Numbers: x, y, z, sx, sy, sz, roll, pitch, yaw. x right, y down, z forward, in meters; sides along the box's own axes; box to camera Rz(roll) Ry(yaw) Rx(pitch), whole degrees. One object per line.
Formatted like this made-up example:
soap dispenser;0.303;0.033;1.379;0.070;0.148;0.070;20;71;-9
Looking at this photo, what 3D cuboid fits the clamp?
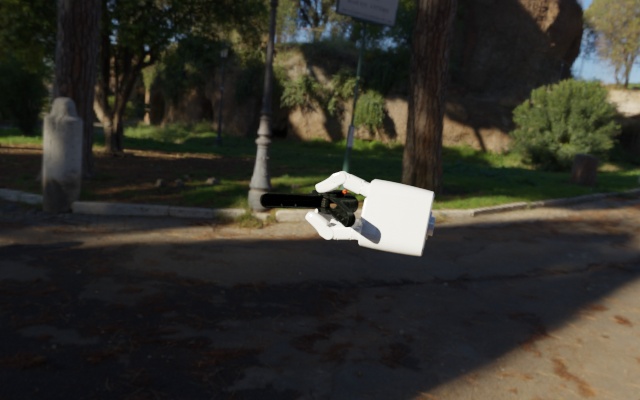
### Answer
clamp;0.001;0.002;0.837;0.164;0.036;0.210;13;11;14
